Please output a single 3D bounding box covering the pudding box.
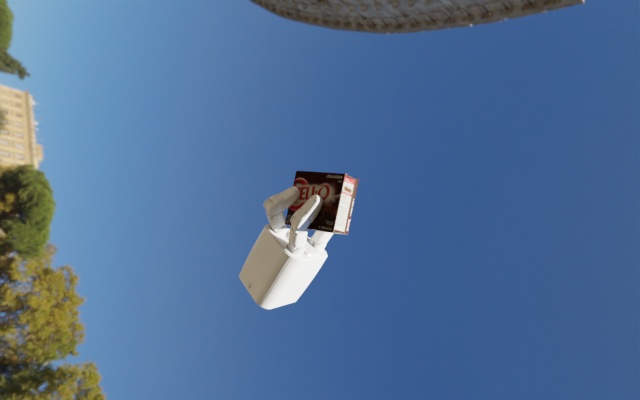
[{"bbox_3d":[0.000,0.003,0.741,0.113,0.090,0.039,7,-6,43],"label":"pudding box"}]
